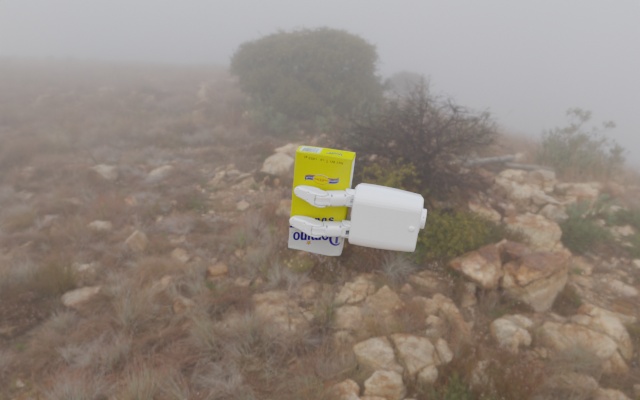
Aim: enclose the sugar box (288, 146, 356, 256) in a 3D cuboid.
[{"bbox_3d":[0.000,0.003,0.787,0.093,0.176,0.048,9,22,9],"label":"sugar box"}]
